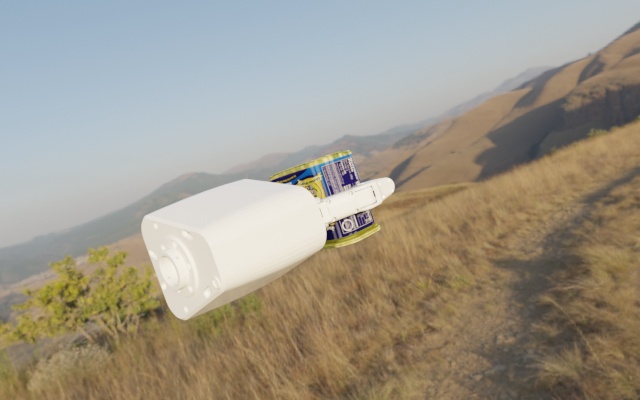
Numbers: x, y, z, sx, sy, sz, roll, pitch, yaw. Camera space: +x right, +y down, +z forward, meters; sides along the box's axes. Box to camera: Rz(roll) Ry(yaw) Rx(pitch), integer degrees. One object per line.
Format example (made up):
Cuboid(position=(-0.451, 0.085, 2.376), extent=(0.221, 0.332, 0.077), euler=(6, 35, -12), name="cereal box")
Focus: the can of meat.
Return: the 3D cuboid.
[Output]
Cuboid(position=(0.000, 0.001, 0.479), extent=(0.057, 0.084, 0.102), euler=(-22, 6, -39), name="can of meat")
